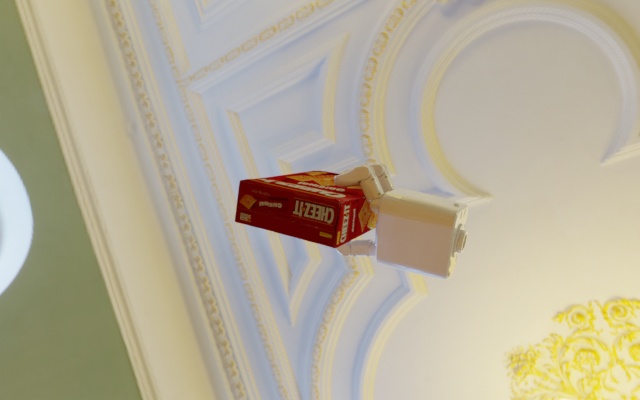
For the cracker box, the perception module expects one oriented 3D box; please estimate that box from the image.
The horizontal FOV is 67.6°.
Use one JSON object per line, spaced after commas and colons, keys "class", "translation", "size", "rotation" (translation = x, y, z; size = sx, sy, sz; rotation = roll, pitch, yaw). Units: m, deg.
{"class": "cracker box", "translation": [0.000, 0.003, 0.734], "size": [0.164, 0.072, 0.213], "rotation": [12, 12, 26]}
